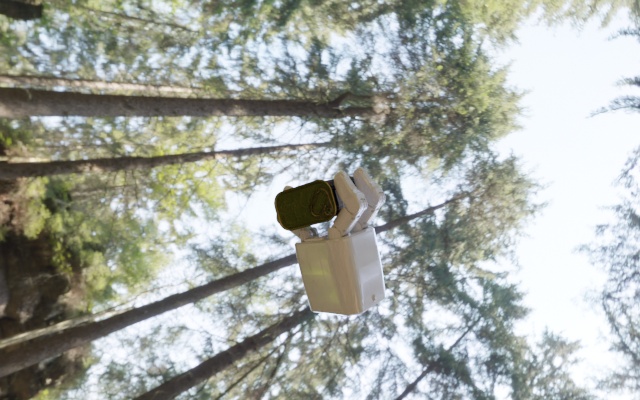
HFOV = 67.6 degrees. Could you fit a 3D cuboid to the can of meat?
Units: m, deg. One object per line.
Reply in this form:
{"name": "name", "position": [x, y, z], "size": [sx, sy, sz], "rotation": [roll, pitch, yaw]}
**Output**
{"name": "can of meat", "position": [0.000, 0.002, 0.680], "size": [0.102, 0.057, 0.084], "rotation": [-17, -2, 36]}
